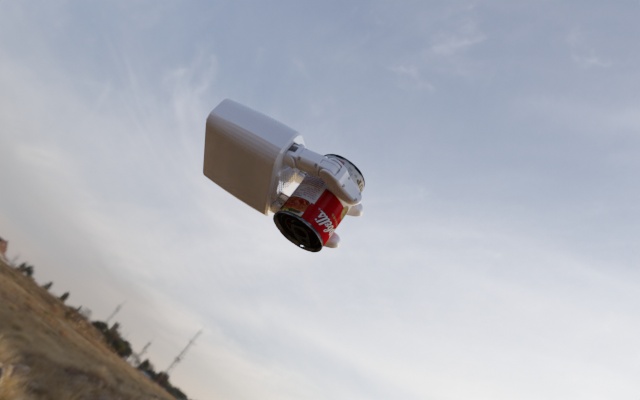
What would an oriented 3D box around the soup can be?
[{"bbox_3d":[0.001,0.002,0.568,0.068,0.102,0.069,28,-30,17],"label":"soup can"}]
